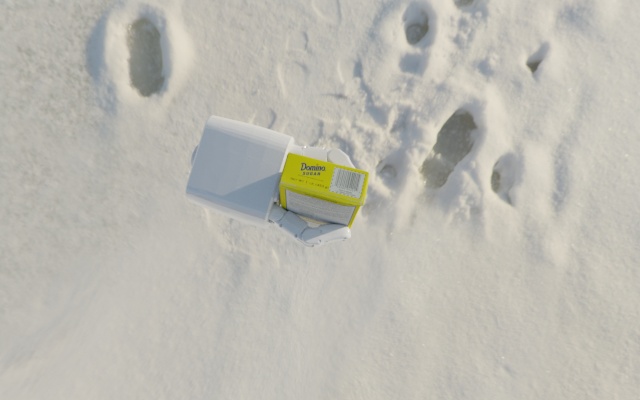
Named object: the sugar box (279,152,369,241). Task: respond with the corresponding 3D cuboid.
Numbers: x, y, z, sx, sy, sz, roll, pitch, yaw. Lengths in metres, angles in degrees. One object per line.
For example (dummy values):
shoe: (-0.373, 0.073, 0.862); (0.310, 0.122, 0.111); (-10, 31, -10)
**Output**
sugar box: (0.000, 0.001, 0.586); (0.093, 0.048, 0.176); (15, -15, 1)
